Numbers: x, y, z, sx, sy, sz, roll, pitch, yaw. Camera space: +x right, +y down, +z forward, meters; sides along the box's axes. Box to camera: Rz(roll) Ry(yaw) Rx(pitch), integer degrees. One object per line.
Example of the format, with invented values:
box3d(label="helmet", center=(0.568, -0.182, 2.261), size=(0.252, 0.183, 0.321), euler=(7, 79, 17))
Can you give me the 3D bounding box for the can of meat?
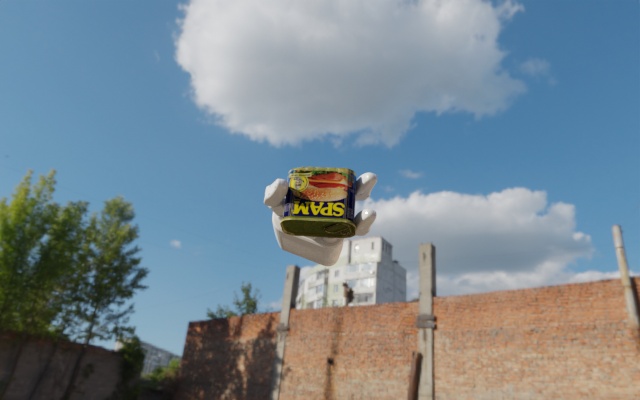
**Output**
box3d(label="can of meat", center=(0.000, 0.002, 0.664), size=(0.102, 0.084, 0.057), euler=(3, -26, 6))
